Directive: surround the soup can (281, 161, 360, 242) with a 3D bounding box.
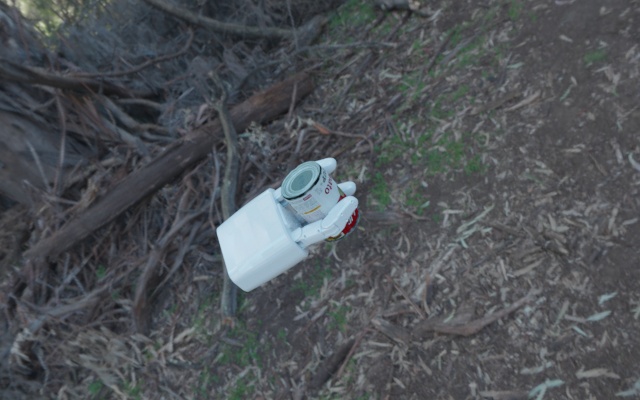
[{"bbox_3d":[0.000,0.002,0.669,0.068,0.068,0.102,0,-38,44],"label":"soup can"}]
